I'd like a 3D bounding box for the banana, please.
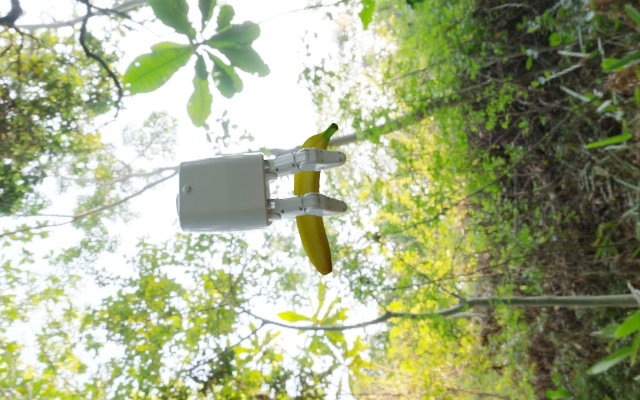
[{"bbox_3d":[-0.010,-0.002,0.633,0.037,0.198,0.069,1,1,-32],"label":"banana"}]
